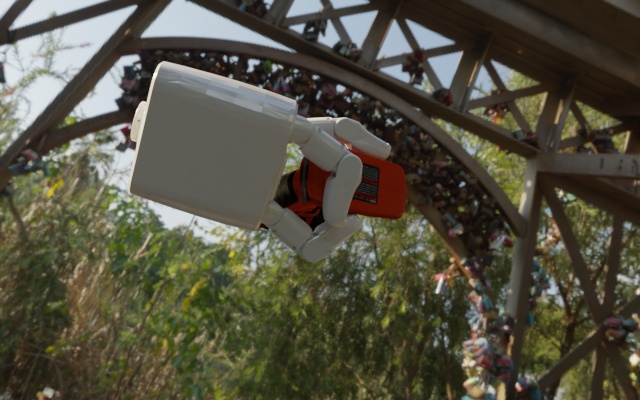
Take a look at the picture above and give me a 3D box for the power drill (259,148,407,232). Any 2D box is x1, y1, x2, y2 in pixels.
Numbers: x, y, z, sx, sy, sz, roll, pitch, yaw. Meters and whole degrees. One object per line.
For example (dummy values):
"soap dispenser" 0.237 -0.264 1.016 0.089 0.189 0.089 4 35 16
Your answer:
"power drill" 0.000 0.001 0.501 0.184 0.057 0.188 11 -16 -32
